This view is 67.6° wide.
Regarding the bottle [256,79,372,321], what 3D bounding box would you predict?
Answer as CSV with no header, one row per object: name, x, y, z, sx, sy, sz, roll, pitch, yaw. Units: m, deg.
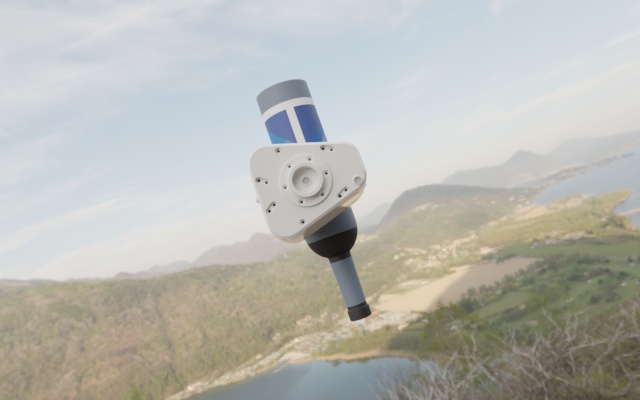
bottle,0.000,0.002,0.583,0.069,0.295,0.069,-19,-5,-2
